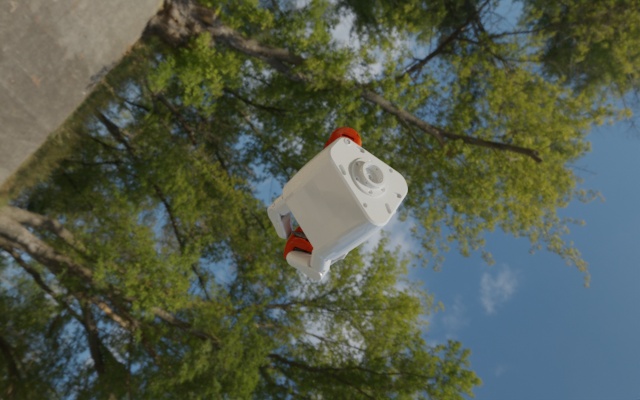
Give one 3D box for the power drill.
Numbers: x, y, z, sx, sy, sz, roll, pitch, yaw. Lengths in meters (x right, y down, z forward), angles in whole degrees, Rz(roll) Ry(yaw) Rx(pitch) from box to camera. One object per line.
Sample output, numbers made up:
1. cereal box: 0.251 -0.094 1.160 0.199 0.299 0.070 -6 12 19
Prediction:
1. power drill: 0.000 0.003 0.716 0.057 0.187 0.184 18 -21 -2
